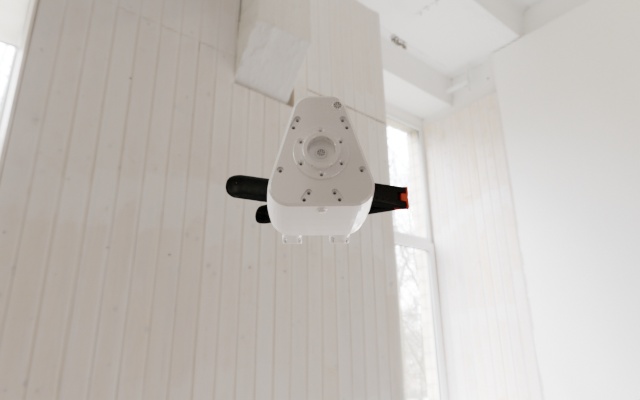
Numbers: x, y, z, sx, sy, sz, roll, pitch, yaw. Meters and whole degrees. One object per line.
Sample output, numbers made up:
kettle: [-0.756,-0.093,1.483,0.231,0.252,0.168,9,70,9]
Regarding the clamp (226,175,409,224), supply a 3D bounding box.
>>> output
clamp: [0.001,0.001,0.588,0.210,0.036,0.164,0,-13,-3]
